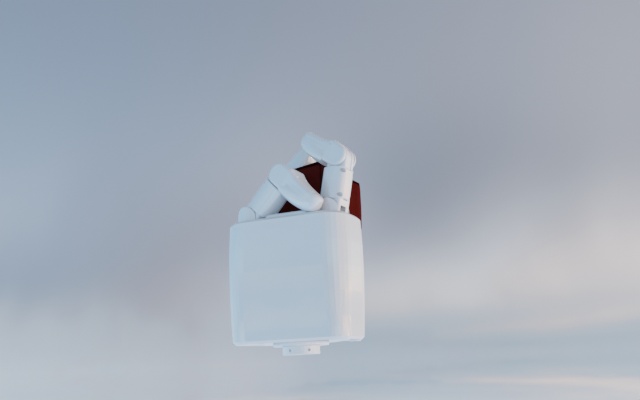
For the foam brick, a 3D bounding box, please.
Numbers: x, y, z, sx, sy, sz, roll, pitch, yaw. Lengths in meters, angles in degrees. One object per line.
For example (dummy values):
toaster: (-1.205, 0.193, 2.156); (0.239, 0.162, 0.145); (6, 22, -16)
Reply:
foam brick: (0.000, 0.002, 0.478); (0.053, 0.051, 0.078); (-15, -22, 31)
